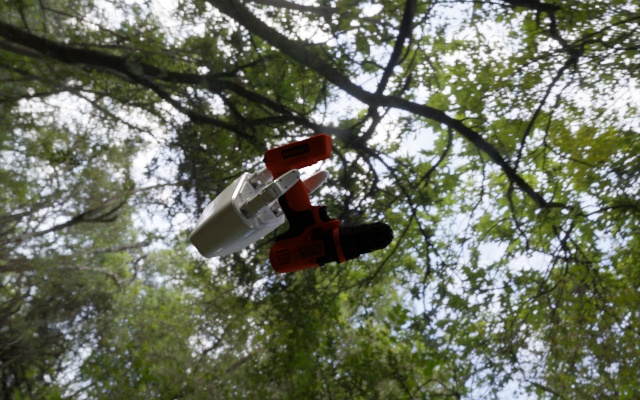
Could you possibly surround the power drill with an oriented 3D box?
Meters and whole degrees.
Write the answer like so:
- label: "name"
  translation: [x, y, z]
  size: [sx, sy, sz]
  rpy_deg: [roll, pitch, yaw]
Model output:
- label: "power drill"
  translation: [0.000, 0.002, 0.702]
  size: [0.184, 0.187, 0.057]
  rpy_deg: [-14, -10, 7]
